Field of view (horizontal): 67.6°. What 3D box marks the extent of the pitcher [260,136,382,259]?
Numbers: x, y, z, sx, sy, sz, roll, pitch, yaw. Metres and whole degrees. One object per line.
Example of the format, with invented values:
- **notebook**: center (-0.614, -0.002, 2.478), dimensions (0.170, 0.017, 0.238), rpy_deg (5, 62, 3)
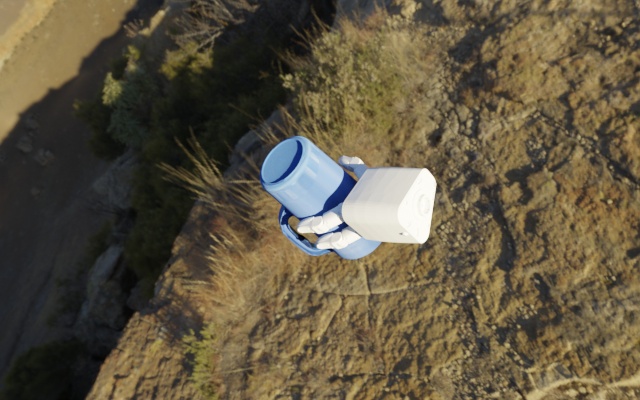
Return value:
- **pitcher**: center (0.000, 0.003, 0.846), dimensions (0.145, 0.149, 0.243), rpy_deg (5, -26, 44)
